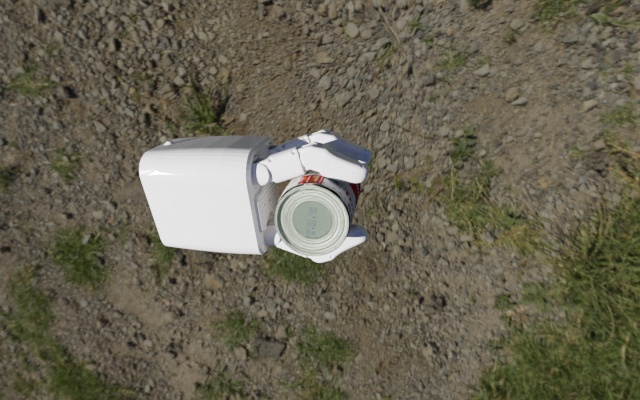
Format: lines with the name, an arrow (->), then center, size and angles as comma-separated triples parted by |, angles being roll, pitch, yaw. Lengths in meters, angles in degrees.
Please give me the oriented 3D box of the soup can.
soup can -> 0.001, 0.002, 0.450 | 0.068, 0.068, 0.102 | 0, 19, 10
